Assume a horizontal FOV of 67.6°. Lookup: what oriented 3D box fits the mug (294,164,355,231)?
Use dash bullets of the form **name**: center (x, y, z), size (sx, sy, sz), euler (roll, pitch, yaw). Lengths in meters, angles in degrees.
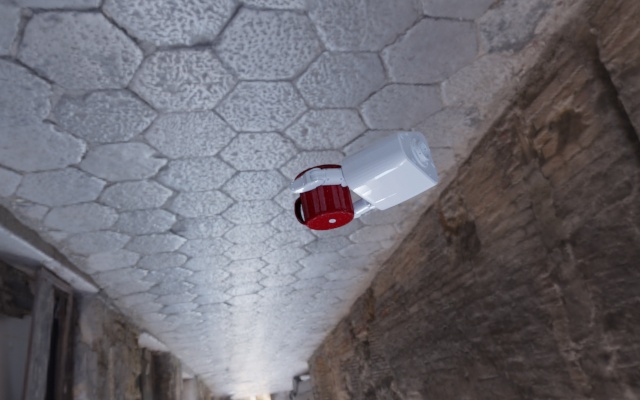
- **mug**: center (-0.001, 0.003, 0.785), size (0.117, 0.081, 0.093), euler (-27, -27, 34)
